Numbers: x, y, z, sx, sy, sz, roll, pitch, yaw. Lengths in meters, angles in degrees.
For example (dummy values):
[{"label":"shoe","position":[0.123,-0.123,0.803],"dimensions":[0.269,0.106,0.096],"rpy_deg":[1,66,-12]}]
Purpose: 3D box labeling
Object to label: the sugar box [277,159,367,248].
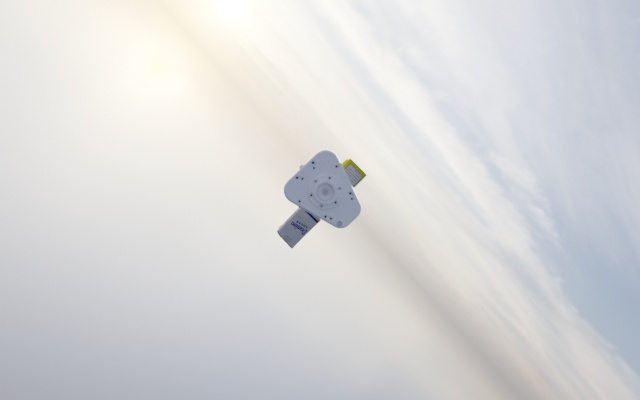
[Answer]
[{"label":"sugar box","position":[0.000,0.002,0.834],"dimensions":[0.176,0.048,0.093],"rpy_deg":[-42,3,2]}]
